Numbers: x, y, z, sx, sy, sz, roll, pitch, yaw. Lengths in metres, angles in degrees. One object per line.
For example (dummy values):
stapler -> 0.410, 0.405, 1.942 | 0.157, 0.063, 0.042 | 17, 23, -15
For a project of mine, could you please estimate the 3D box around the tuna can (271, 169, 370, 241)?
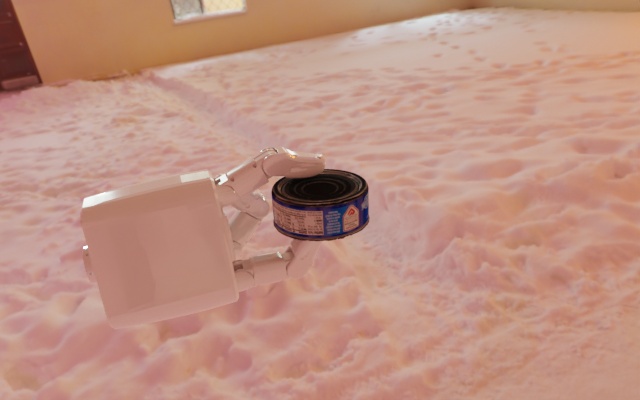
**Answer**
tuna can -> 0.000, 0.001, 0.419 | 0.086, 0.034, 0.086 | -2, 23, 1
